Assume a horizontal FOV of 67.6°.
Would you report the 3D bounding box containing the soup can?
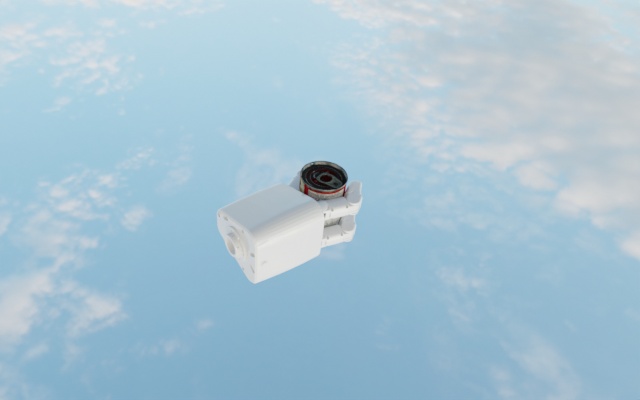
[{"bbox_3d":[0.000,0.002,0.702,0.068,0.102,0.068,4,41,-4],"label":"soup can"}]
